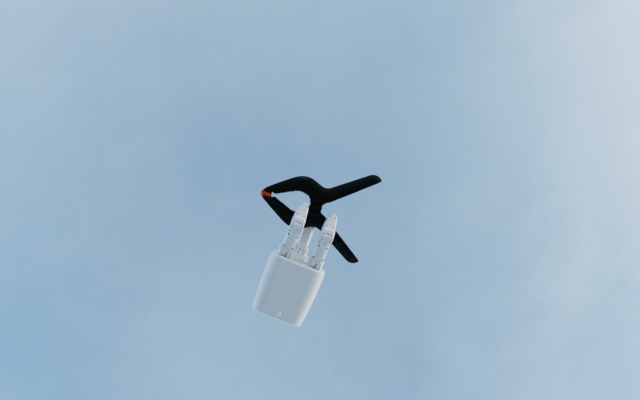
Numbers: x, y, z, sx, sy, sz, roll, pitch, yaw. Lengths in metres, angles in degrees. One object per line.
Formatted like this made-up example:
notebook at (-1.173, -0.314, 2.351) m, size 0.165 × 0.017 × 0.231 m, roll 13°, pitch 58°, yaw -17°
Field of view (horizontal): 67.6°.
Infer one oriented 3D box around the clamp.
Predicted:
clamp at (0.000, 0.003, 0.858) m, size 0.210 × 0.164 × 0.036 m, roll 22°, pitch 3°, yaw -4°
